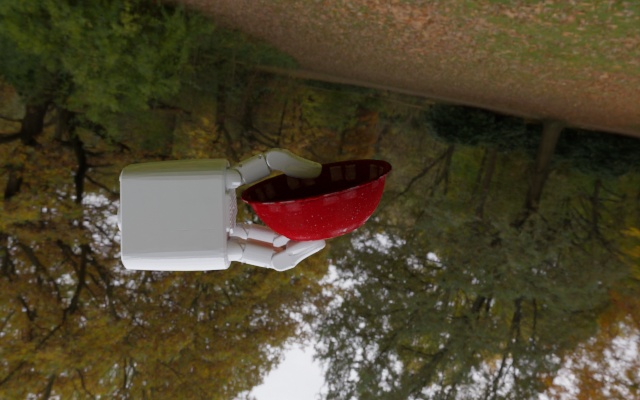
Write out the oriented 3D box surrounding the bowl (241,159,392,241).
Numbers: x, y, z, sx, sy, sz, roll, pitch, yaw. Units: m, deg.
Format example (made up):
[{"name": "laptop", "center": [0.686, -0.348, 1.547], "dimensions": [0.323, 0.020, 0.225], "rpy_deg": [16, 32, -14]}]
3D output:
[{"name": "bowl", "center": [0.001, 0.002, 0.510], "dimensions": [0.162, 0.055, 0.162], "rpy_deg": [-12, 14, 3]}]
